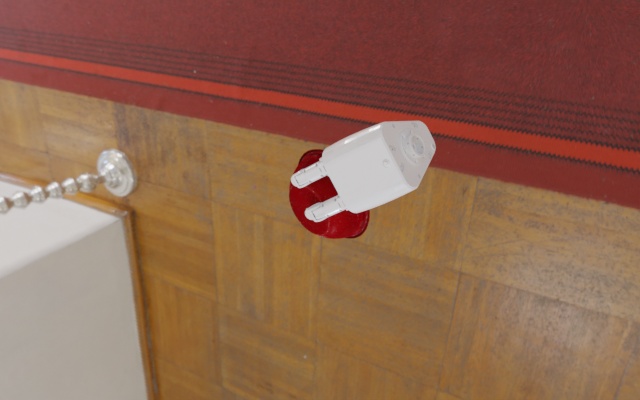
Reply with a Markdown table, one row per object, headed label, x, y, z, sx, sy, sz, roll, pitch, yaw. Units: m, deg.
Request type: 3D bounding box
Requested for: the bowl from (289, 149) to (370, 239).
| label | x | y | z | sx | sy | sz | roll | pitch | yaw |
| --- | --- | --- | --- | --- | --- | --- | --- | --- | --- |
| bowl | -0.001 | 0.003 | 0.759 | 0.055 | 0.162 | 0.162 | -33 | 19 | -33 |
